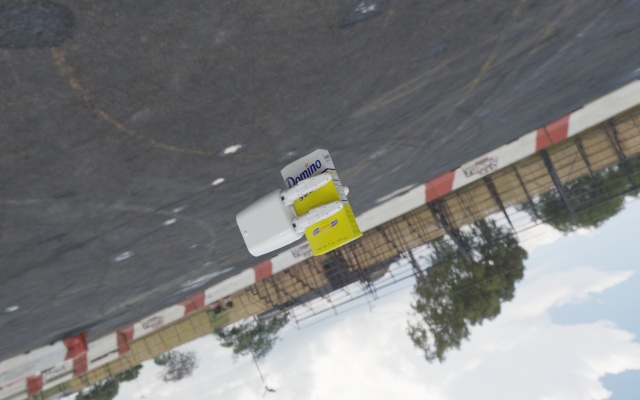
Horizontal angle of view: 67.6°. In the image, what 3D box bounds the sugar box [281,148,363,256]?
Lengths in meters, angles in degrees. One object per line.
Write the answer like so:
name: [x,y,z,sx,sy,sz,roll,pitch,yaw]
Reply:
sugar box: [0.000,0.003,0.879,0.093,0.176,0.048,-27,-8,23]
